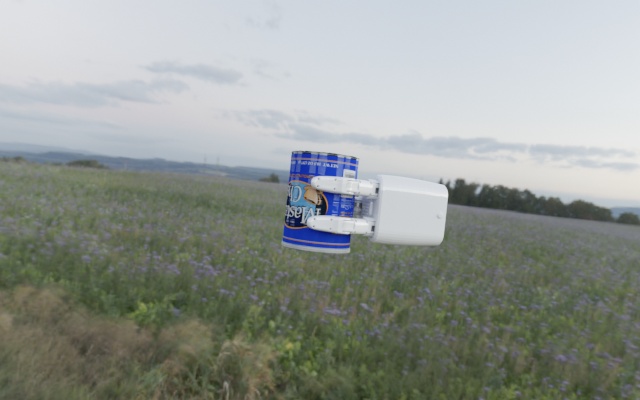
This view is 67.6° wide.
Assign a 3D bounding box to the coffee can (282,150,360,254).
[{"bbox_3d":[0.000,0.002,0.711,0.103,0.140,0.103,6,1,0],"label":"coffee can"}]
